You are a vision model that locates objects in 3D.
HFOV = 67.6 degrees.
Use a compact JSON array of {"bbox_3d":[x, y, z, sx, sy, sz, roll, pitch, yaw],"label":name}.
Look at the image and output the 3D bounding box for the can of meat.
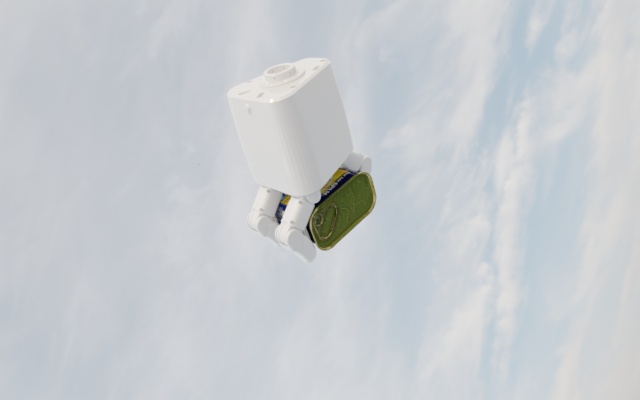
[{"bbox_3d":[0.000,0.002,0.561,0.084,0.057,0.102,20,50,43],"label":"can of meat"}]
